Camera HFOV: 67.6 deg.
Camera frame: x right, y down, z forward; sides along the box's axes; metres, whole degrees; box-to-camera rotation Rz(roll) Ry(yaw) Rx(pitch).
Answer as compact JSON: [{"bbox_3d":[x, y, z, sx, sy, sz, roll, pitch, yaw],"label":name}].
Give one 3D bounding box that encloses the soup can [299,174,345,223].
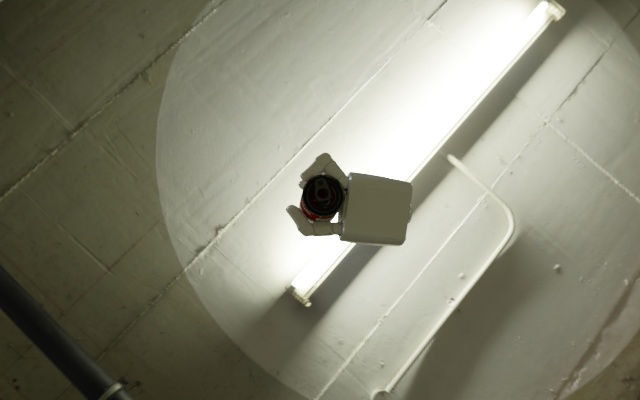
[{"bbox_3d":[0.000,0.003,0.791,0.068,0.068,0.102,0,-13,-6],"label":"soup can"}]
